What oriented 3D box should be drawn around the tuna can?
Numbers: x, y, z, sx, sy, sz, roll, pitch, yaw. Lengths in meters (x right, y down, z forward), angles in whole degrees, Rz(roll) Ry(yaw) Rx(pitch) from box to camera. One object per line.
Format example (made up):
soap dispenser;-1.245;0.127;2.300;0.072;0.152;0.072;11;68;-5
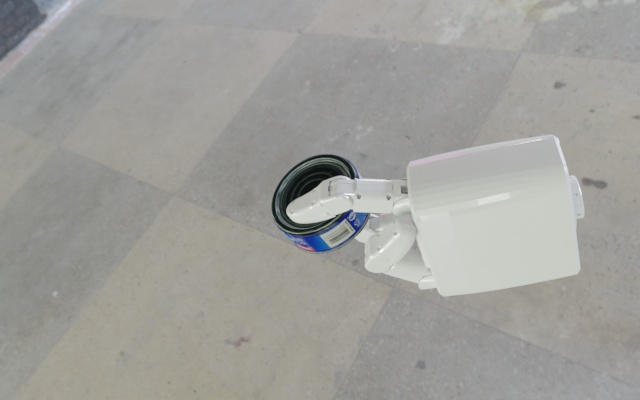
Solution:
tuna can;0.000;0.001;0.420;0.086;0.086;0.034;0;-32;31
